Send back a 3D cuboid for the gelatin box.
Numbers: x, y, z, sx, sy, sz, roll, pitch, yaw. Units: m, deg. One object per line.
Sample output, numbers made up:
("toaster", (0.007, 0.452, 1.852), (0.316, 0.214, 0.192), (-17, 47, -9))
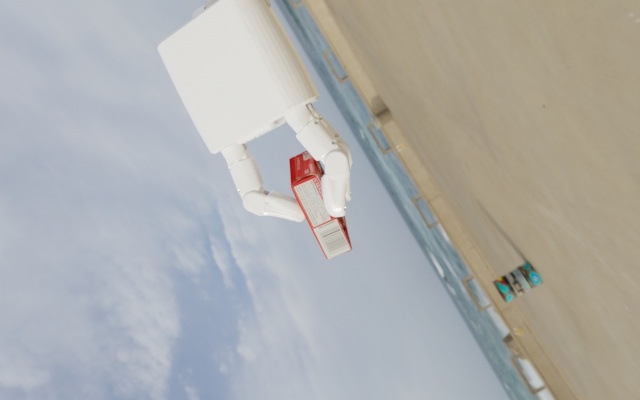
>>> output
("gelatin box", (0.000, 0.002, 0.471), (0.030, 0.089, 0.073), (-23, 23, 6))
